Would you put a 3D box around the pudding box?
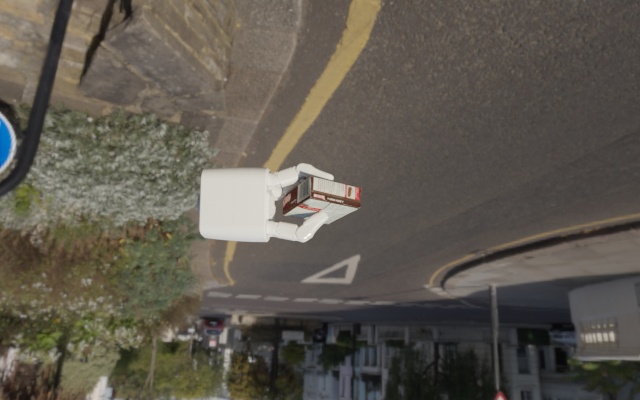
[{"bbox_3d":[0.000,0.003,0.768,0.090,0.039,0.113,11,-19,-24],"label":"pudding box"}]
